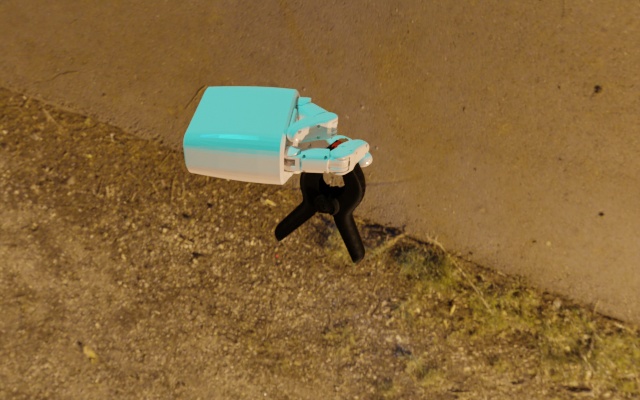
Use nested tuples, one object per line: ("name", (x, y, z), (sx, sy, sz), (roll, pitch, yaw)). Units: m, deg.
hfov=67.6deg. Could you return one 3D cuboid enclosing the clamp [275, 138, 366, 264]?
("clamp", (0.000, 0.002, 0.584), (0.120, 0.172, 0.039), (5, 33, 5))
